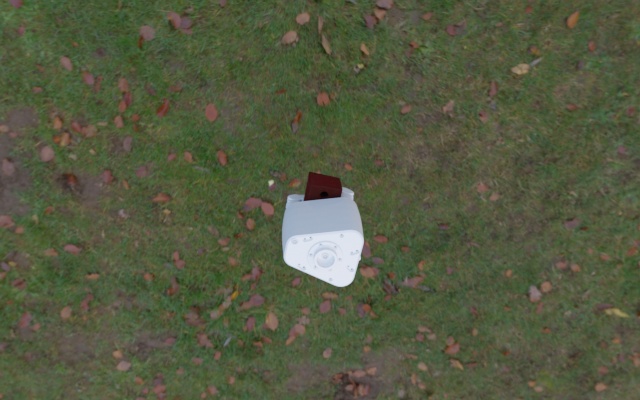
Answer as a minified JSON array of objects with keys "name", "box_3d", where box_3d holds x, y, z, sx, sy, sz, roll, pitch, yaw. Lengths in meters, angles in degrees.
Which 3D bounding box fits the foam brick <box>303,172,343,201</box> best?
[{"name":"foam brick","box_3d":[0.000,0.002,0.763,0.053,0.078,0.051,9,23,-7]}]
